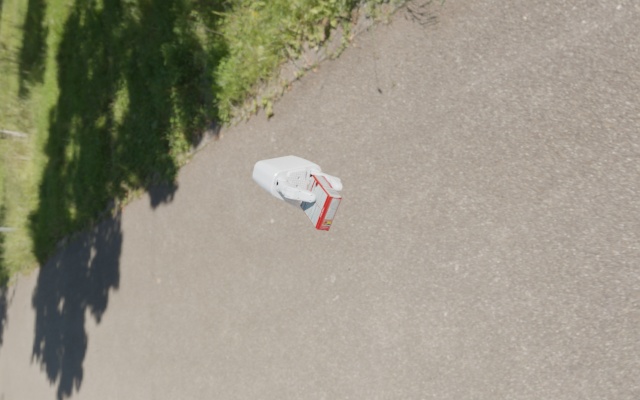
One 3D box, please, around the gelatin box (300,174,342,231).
[{"bbox_3d":[0.000,0.003,0.899,0.030,0.073,0.089,8,26,-29],"label":"gelatin box"}]
